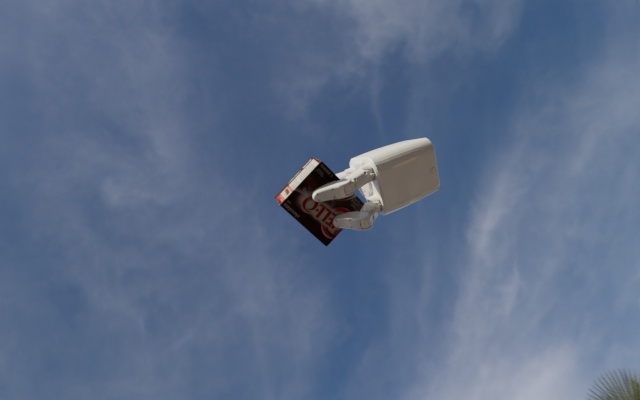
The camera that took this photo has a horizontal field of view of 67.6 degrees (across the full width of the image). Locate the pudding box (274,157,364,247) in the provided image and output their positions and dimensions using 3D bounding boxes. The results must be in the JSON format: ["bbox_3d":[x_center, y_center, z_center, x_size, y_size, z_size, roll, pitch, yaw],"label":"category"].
[{"bbox_3d":[0.000,0.002,0.729,0.113,0.090,0.039,43,-1,-27],"label":"pudding box"}]
